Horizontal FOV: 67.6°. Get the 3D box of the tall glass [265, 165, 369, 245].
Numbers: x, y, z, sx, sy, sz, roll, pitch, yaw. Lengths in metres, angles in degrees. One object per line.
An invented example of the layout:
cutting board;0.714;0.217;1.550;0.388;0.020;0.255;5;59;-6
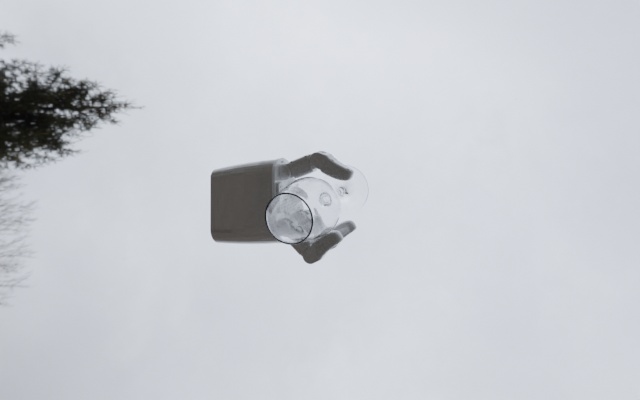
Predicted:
tall glass;0.000;0.002;0.635;0.079;0.079;0.201;0;11;22
